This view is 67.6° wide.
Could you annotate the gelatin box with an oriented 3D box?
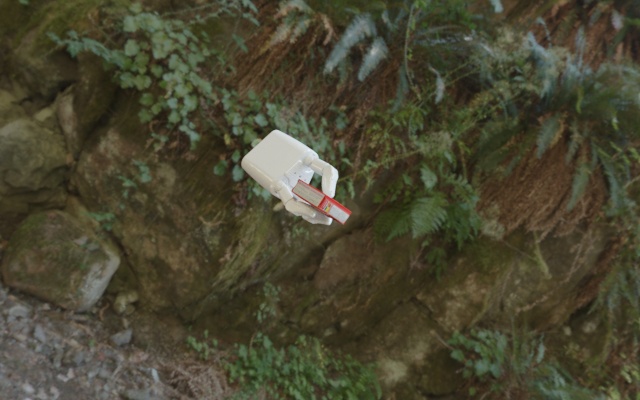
[{"bbox_3d":[0.001,0.002,0.839,0.073,0.030,0.089,35,-3,-41],"label":"gelatin box"}]
